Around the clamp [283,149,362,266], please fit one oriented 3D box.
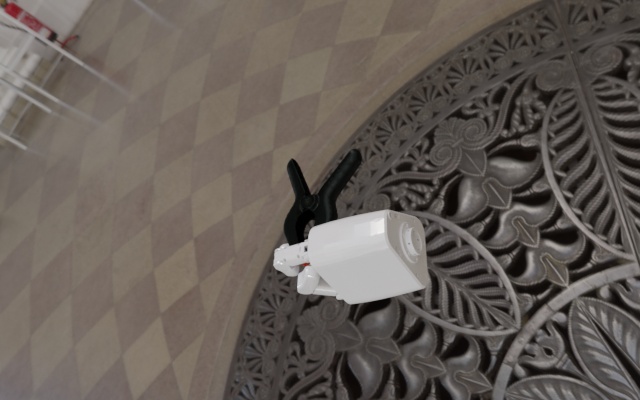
[{"bbox_3d":[0.000,0.002,0.650,0.120,0.171,0.039,-18,-34,32],"label":"clamp"}]
